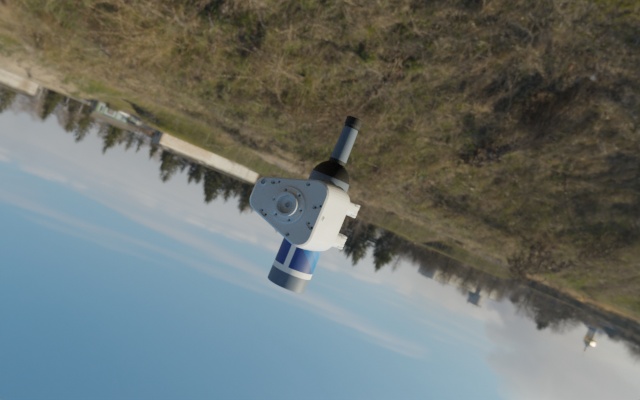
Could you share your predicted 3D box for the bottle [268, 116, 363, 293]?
[{"bbox_3d":[0.000,0.003,0.781,0.069,0.295,0.069,23,0,0],"label":"bottle"}]
